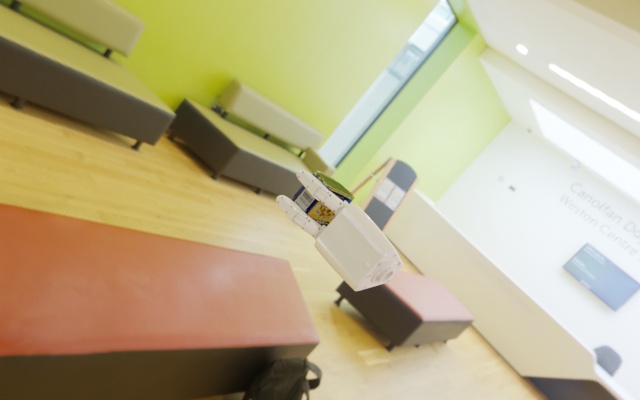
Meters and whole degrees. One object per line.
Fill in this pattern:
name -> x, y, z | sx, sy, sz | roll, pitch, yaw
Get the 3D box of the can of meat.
can of meat -> 0.000, 0.002, 0.827 | 0.057, 0.084, 0.102 | 50, 15, 33
